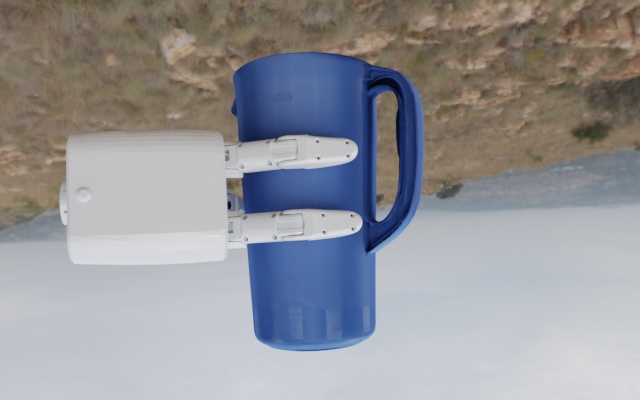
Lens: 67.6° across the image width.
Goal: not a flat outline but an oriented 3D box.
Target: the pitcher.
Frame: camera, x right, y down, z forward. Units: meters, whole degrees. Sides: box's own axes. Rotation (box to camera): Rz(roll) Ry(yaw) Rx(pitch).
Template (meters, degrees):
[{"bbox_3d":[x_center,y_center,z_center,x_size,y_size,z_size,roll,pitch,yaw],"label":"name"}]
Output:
[{"bbox_3d":[0.000,0.001,0.425,0.145,0.243,0.149,-1,-4,-18],"label":"pitcher"}]
